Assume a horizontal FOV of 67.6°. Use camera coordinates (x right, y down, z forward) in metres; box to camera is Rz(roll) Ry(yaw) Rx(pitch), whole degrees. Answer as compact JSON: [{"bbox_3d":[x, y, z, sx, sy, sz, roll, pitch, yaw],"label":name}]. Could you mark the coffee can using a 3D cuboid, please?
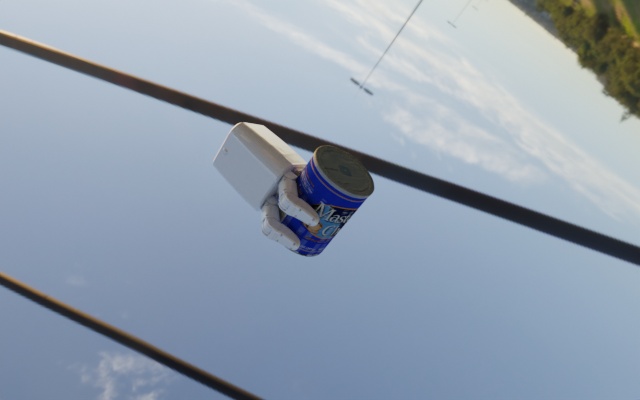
[{"bbox_3d":[0.000,0.002,0.724,0.103,0.102,0.140,0,-42,-45],"label":"coffee can"}]
